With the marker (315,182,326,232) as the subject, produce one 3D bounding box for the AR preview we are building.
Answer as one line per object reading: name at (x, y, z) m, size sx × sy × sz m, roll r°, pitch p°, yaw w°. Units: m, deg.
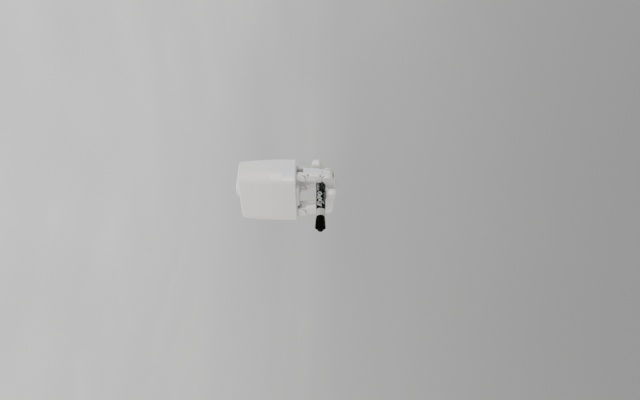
marker at (0.000, 0.003, 0.854) m, size 0.020 × 0.121 × 0.020 m, roll 0°, pitch -35°, yaw 0°
